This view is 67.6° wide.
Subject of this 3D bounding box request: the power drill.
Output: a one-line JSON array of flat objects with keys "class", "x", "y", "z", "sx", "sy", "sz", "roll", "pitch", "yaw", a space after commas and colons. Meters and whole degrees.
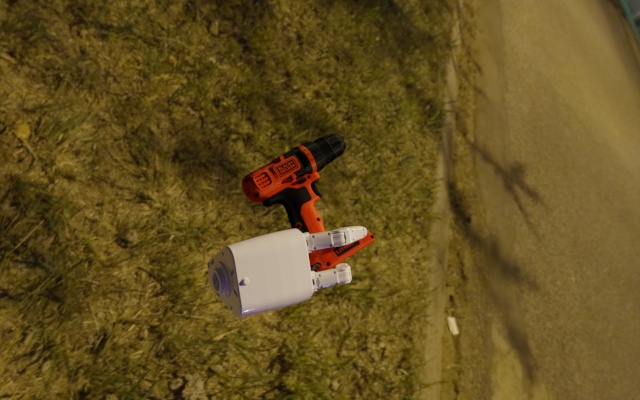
[{"class": "power drill", "x": 0.000, "y": 0.003, "z": 0.725, "sx": 0.184, "sy": 0.187, "sz": 0.057, "roll": -30, "pitch": -8, "yaw": -22}]
